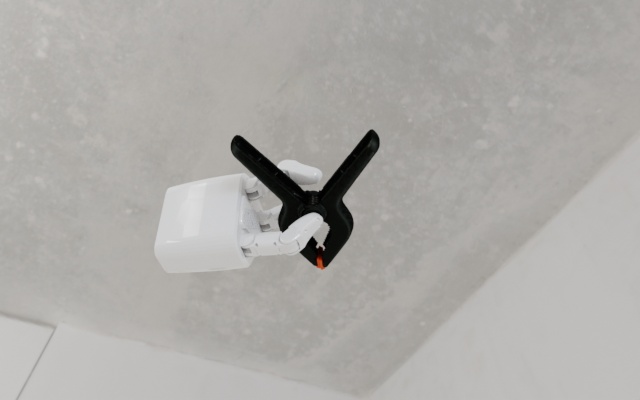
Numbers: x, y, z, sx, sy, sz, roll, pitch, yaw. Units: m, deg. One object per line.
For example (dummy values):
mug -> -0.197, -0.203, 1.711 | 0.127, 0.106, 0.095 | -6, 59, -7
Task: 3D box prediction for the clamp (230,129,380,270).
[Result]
clamp -> 0.000, 0.003, 0.574 | 0.164, 0.210, 0.036 | -6, 39, 13
